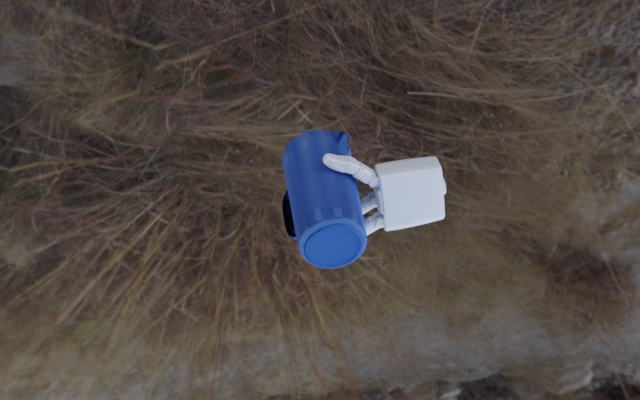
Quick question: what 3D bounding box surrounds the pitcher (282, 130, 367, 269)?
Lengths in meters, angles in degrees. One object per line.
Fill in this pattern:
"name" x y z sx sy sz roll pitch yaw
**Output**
"pitcher" 0.000 0.003 0.824 0.145 0.149 0.242 -8 40 -1
